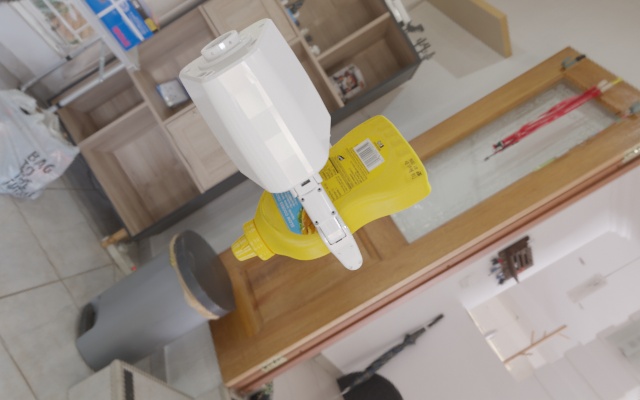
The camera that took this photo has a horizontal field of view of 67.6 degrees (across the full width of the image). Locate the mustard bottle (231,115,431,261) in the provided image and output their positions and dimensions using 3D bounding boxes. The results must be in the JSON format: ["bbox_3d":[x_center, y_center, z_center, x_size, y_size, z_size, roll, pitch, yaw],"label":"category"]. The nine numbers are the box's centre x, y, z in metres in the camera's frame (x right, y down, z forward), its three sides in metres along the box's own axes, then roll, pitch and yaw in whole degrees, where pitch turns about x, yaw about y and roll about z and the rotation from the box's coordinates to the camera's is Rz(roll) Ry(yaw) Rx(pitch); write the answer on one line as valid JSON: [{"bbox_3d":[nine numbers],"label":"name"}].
[{"bbox_3d":[0.000,0.002,0.455,0.191,0.096,0.058,-31,-36,3],"label":"mustard bottle"}]
